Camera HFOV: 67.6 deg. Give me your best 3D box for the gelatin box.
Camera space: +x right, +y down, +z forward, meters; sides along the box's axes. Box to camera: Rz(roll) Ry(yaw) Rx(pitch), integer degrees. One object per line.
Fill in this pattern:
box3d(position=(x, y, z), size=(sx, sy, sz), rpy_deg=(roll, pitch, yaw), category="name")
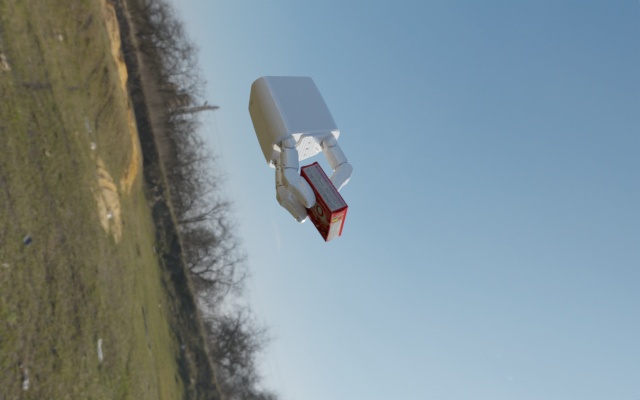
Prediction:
box3d(position=(0.001, 0.002, 0.669), size=(0.030, 0.089, 0.073), rpy_deg=(-22, -30, -22), category="gelatin box")
